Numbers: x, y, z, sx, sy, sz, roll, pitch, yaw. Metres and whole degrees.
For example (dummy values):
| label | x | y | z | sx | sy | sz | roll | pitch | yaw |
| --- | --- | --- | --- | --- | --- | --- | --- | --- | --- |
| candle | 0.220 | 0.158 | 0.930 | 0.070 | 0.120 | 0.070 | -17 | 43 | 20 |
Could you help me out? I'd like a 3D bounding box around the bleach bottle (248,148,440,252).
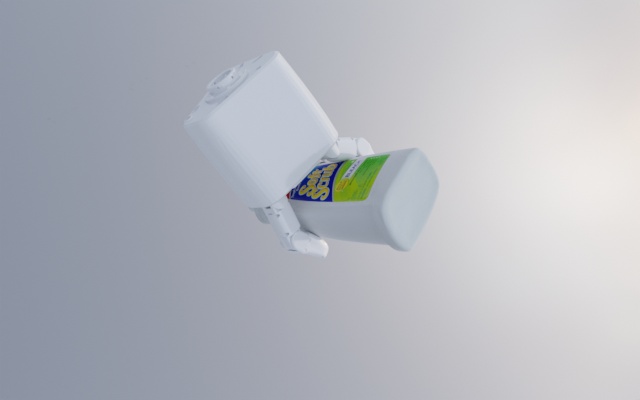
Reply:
| label | x | y | z | sx | sy | sz | roll | pitch | yaw |
| --- | --- | --- | --- | --- | --- | --- | --- | --- | --- |
| bleach bottle | 0.000 | 0.002 | 0.532 | 0.251 | 0.102 | 0.068 | -3 | -46 | 45 |
